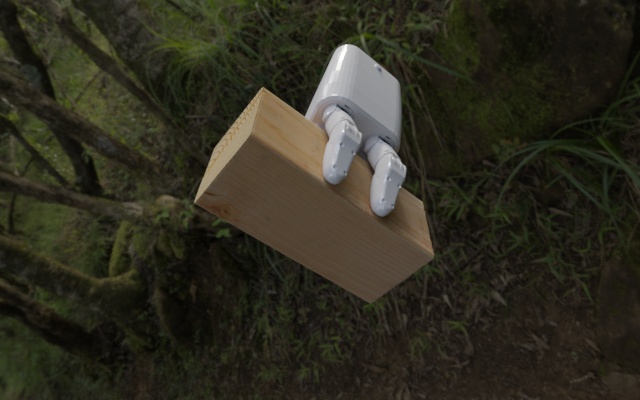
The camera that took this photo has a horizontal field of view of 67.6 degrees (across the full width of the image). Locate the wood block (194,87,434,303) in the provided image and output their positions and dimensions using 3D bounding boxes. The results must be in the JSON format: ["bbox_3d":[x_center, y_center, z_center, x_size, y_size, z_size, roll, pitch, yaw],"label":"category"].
[{"bbox_3d":[0.000,0.001,0.458,0.206,0.090,0.091,33,-57,-22],"label":"wood block"}]
